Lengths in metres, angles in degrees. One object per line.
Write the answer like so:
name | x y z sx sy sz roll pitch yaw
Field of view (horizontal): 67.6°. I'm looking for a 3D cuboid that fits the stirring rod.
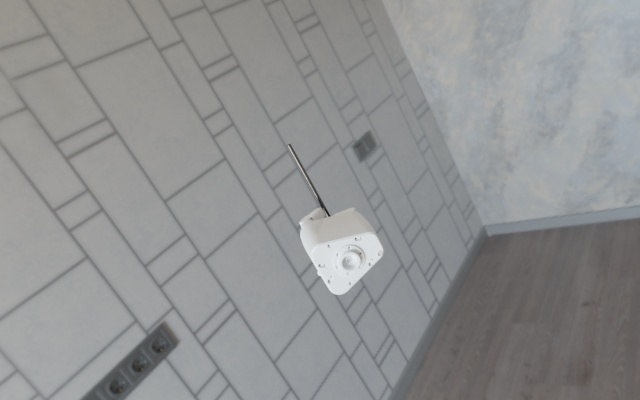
stirring rod | 0.000 0.003 0.872 0.011 0.239 0.011 -26 17 9
